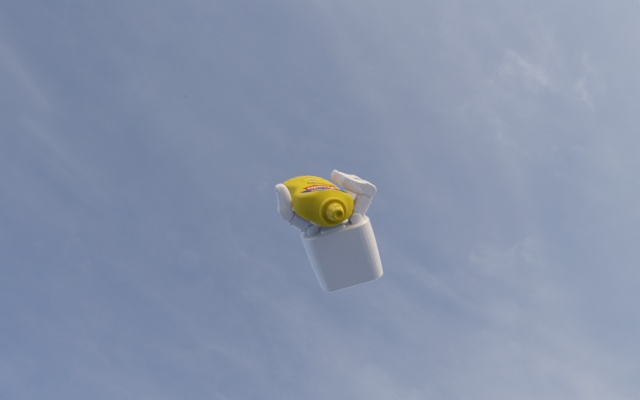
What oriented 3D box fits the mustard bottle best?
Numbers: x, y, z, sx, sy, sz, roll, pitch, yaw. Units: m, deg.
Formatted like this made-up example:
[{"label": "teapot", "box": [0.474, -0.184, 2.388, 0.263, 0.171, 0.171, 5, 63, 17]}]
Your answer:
[{"label": "mustard bottle", "box": [0.000, 0.002, 0.774, 0.096, 0.058, 0.191, 3, 11, -16]}]
